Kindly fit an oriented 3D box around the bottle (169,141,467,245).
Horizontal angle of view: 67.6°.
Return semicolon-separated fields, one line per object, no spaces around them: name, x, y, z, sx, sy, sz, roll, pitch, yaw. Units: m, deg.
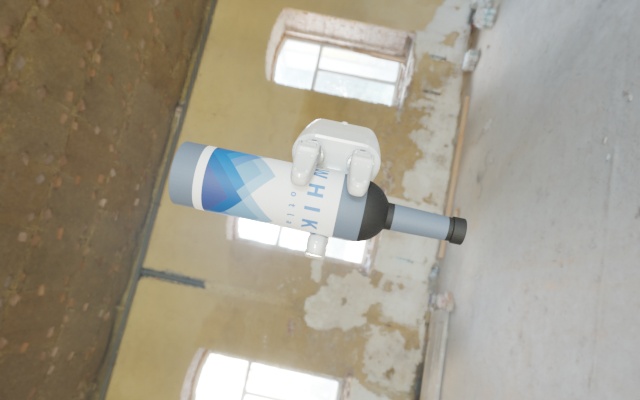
bottle;0.000;0.002;0.487;0.296;0.069;0.069;12;0;2
